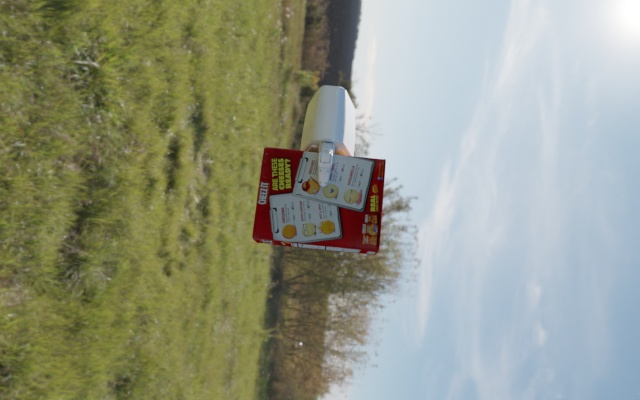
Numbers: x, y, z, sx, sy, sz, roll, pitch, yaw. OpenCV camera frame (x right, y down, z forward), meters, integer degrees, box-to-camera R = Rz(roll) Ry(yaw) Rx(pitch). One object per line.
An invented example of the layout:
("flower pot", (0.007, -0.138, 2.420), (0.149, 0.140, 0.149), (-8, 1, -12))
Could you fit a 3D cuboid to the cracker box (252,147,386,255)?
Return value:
("cracker box", (0.000, 0.003, 0.834), (0.214, 0.164, 0.072), (6, -14, 1))
